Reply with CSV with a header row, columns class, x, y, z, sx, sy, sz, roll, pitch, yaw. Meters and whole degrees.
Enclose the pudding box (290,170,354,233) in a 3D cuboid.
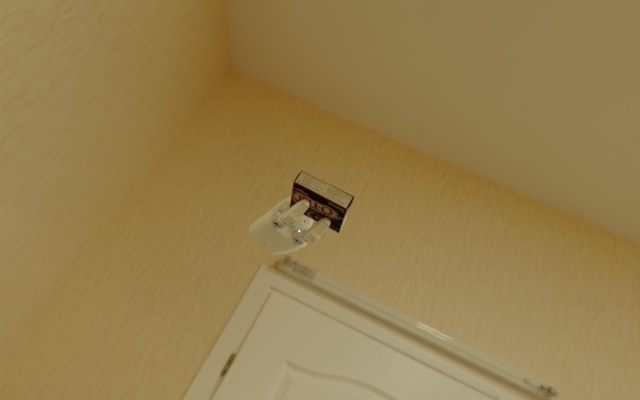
class,x,y,z,sx,sy,sz,roll,pitch,yaw
pudding box,0.000,0.003,0.895,0.113,0.039,0.090,25,-31,7
